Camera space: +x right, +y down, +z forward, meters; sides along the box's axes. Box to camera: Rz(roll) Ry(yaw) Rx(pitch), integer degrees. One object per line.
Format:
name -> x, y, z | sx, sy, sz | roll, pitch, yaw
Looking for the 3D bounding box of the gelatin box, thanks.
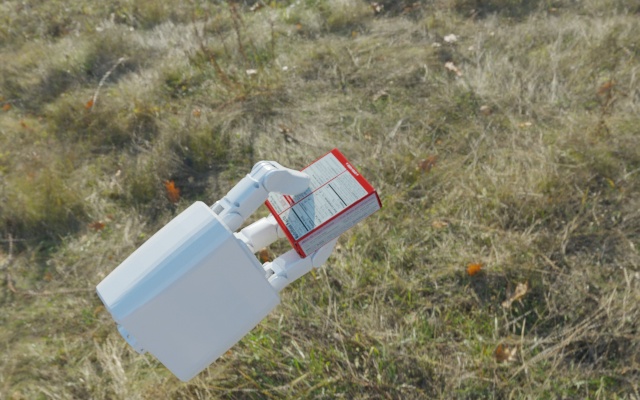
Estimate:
gelatin box -> 0.000, 0.001, 0.445 | 0.089, 0.030, 0.073 | -34, 48, -5
